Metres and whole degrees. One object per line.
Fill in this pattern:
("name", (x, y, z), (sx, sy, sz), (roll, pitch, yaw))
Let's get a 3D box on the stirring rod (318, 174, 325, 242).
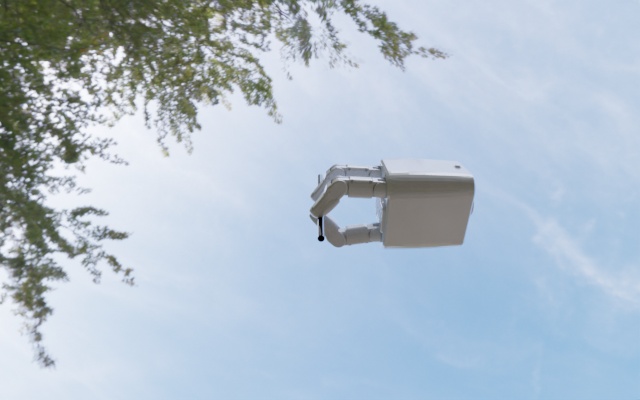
("stirring rod", (0.000, 0.002, 0.643), (0.011, 0.011, 0.239), (0, 20, 0))
